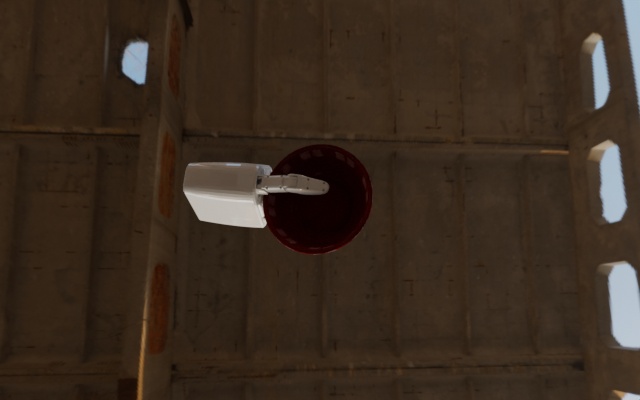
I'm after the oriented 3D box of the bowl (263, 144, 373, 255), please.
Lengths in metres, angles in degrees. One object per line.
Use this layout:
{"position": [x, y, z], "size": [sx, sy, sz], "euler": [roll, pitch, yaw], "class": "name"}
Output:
{"position": [0.001, 0.003, 0.698], "size": [0.162, 0.162, 0.055], "euler": [0, -15, 15], "class": "bowl"}
